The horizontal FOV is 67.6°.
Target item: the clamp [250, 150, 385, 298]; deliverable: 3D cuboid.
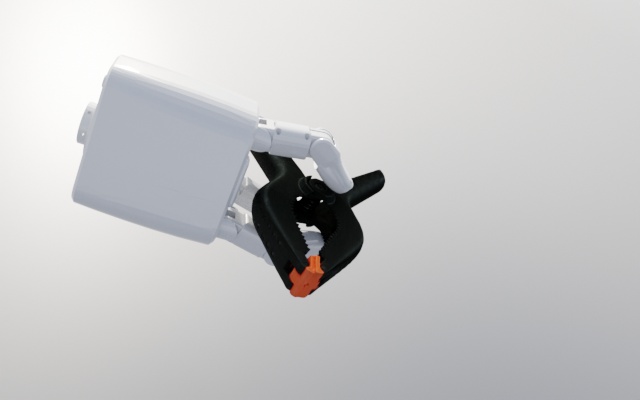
[{"bbox_3d":[0.000,0.001,0.409,0.164,0.036,0.209,19,32,-20],"label":"clamp"}]
